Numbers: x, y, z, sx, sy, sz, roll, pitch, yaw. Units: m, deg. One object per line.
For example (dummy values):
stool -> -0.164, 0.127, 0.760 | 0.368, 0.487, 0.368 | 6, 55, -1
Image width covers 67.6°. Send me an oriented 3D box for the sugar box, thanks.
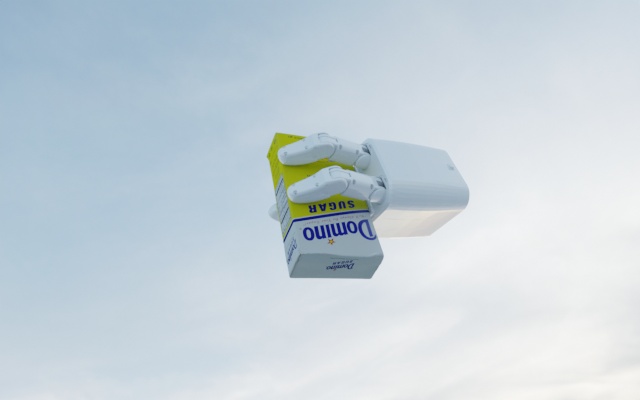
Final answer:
sugar box -> 0.000, 0.001, 0.522 | 0.093, 0.176, 0.048 | 4, -46, -22
